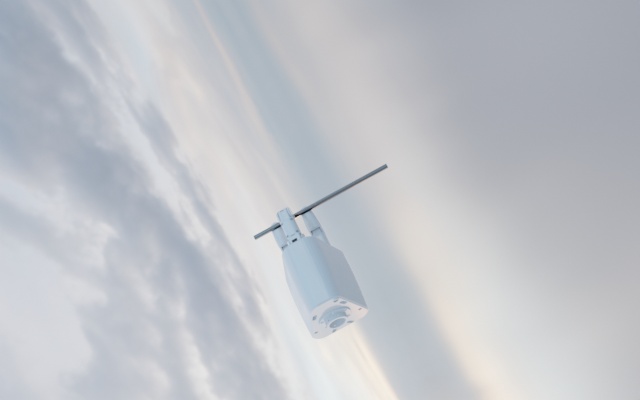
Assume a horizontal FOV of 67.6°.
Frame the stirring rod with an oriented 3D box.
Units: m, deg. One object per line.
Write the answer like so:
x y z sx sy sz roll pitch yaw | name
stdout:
0.000 0.002 0.761 0.239 0.011 0.011 -29 -1 1 | stirring rod
